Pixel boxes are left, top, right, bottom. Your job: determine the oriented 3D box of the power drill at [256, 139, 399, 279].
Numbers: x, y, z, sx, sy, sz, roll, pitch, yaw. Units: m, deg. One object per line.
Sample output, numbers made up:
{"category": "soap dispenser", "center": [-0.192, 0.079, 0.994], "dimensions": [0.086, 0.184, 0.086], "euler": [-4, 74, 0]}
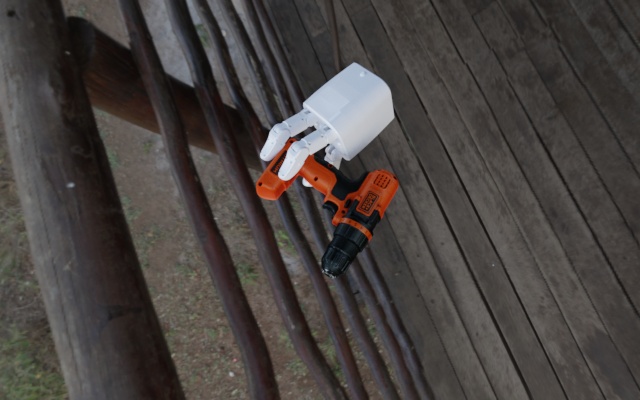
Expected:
{"category": "power drill", "center": [0.000, 0.002, 0.720], "dimensions": [0.187, 0.184, 0.057], "euler": [29, -22, 13]}
